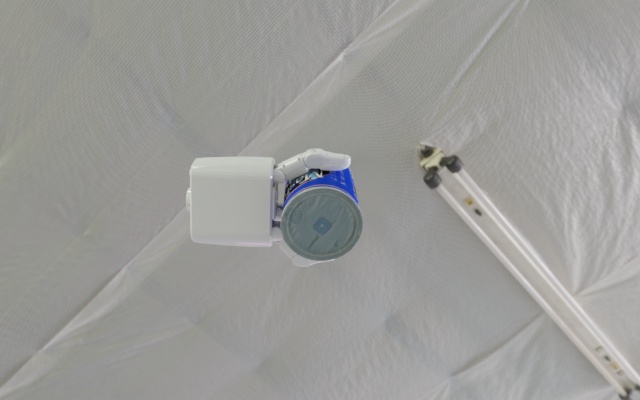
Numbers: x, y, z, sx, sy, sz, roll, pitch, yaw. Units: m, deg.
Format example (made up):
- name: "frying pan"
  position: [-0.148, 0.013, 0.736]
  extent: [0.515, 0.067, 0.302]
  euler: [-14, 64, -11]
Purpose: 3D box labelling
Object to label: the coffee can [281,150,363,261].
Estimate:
- name: "coffee can"
  position: [0.000, 0.002, 0.653]
  extent: [0.103, 0.103, 0.140]
  euler: [0, 25, -2]
